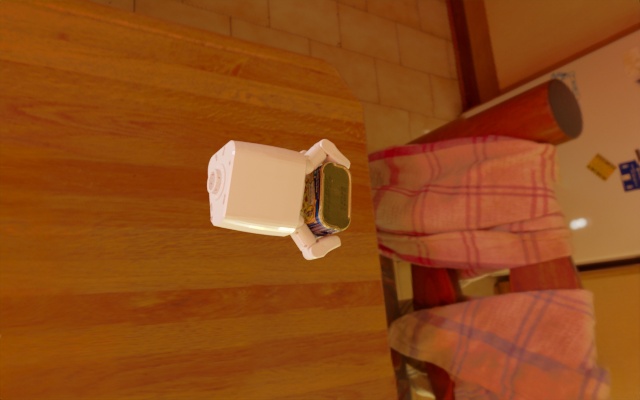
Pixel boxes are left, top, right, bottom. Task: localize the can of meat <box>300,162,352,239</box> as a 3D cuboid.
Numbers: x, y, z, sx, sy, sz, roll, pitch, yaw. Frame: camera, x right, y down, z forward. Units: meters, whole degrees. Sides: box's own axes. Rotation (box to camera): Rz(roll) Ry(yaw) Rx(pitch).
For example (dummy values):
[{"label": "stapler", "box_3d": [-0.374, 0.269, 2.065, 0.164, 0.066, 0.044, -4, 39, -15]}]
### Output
[{"label": "can of meat", "box_3d": [0.000, 0.002, 0.692, 0.057, 0.102, 0.084, 12, -20, -31]}]
